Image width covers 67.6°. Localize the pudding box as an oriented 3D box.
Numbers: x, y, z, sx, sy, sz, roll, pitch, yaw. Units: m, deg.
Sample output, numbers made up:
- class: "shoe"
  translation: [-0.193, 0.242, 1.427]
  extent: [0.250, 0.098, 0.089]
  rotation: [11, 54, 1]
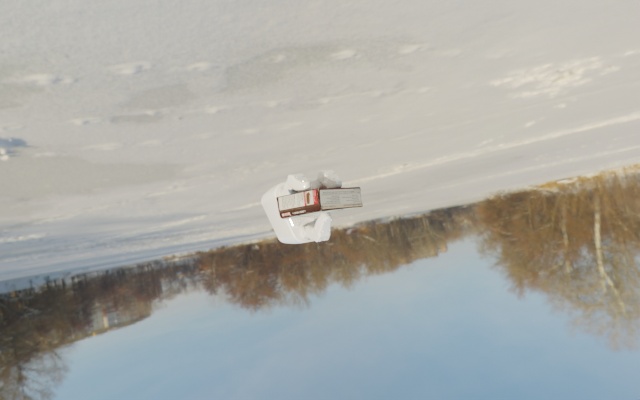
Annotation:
- class: "pudding box"
  translation: [0.000, 0.003, 0.770]
  extent: [0.090, 0.039, 0.113]
  rotation: [-12, -4, 38]
